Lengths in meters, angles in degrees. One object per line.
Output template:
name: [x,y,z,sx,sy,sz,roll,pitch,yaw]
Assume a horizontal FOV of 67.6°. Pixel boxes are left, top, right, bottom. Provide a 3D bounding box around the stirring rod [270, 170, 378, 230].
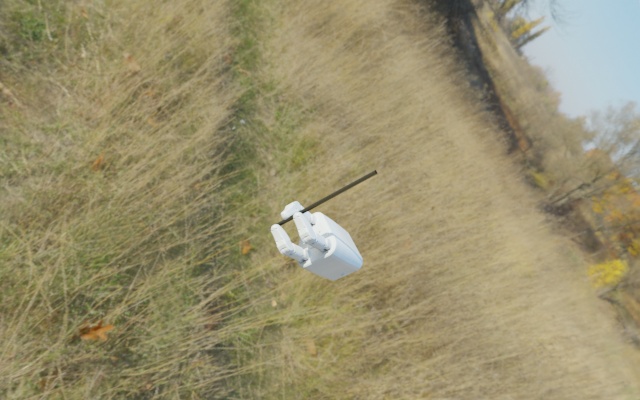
stirring rod: [0.000,0.003,0.869,0.239,0.011,0.011,-28,-13,26]
